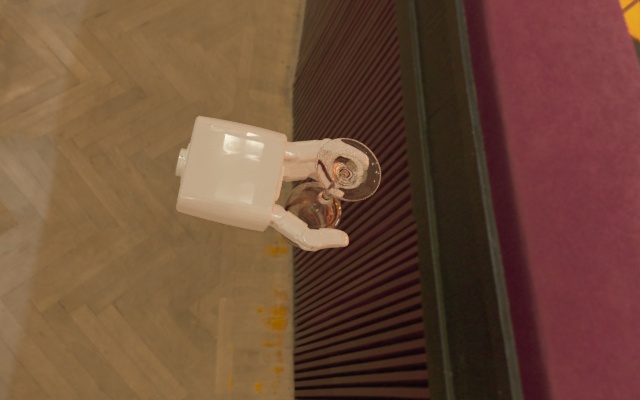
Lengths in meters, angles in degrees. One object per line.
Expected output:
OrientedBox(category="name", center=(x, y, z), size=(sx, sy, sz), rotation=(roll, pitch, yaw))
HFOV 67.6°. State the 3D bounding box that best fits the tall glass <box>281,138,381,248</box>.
OrientedBox(category="tall glass", center=(0.000, 0.002, 0.594), size=(0.079, 0.079, 0.201), rotation=(0, -21, -18))
